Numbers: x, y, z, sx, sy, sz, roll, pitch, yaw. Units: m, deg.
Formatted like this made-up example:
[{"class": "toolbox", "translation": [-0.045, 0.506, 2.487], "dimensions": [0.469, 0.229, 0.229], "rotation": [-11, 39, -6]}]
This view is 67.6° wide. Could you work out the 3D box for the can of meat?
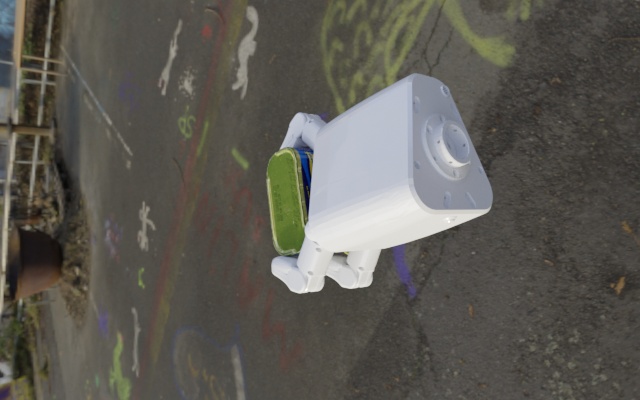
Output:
[{"class": "can of meat", "translation": [0.000, 0.001, 0.450], "dimensions": [0.084, 0.102, 0.057], "rotation": [1, -14, -39]}]
